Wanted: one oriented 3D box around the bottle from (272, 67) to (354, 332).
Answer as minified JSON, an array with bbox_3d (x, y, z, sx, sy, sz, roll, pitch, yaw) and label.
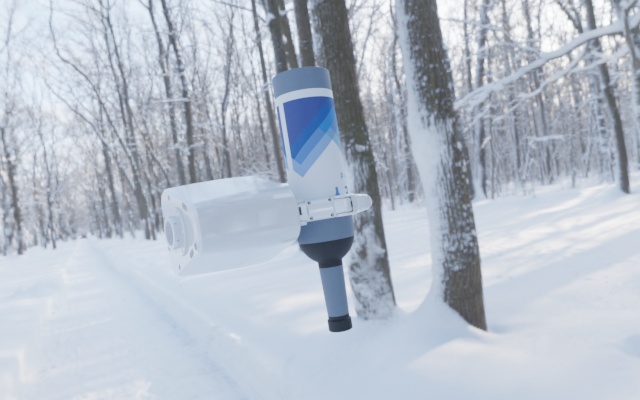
[{"bbox_3d":[0.000,0.002,0.548,0.069,0.295,0.069,-9,-1,0],"label":"bottle"}]
